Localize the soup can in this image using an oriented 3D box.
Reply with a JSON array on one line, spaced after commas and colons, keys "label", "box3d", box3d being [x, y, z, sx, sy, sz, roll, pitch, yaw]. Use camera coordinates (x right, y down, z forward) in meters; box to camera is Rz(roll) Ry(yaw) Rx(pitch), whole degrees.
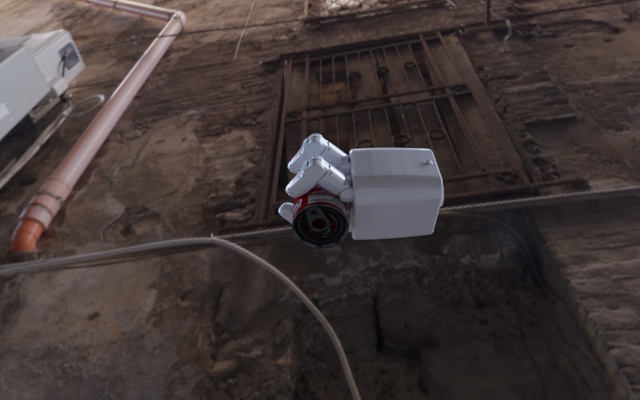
[{"label": "soup can", "box3d": [0.000, 0.002, 0.602, 0.068, 0.069, 0.102, 0, 37, 0]}]
